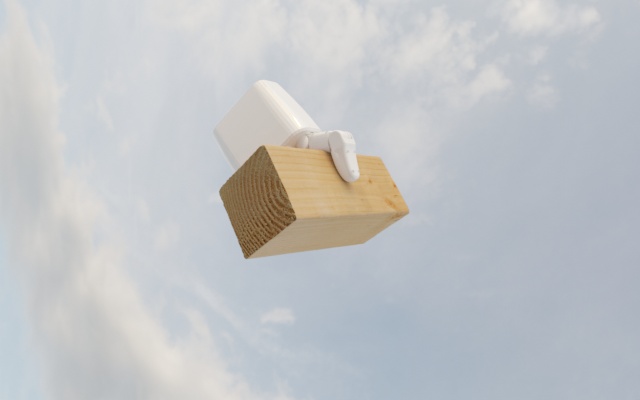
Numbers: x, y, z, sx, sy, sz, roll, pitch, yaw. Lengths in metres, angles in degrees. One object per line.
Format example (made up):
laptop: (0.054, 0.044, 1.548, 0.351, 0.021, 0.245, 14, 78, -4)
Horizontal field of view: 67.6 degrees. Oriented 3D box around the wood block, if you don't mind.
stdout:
wood block: (0.000, 0.001, 0.562, 0.206, 0.090, 0.091, -1, -31, -49)
